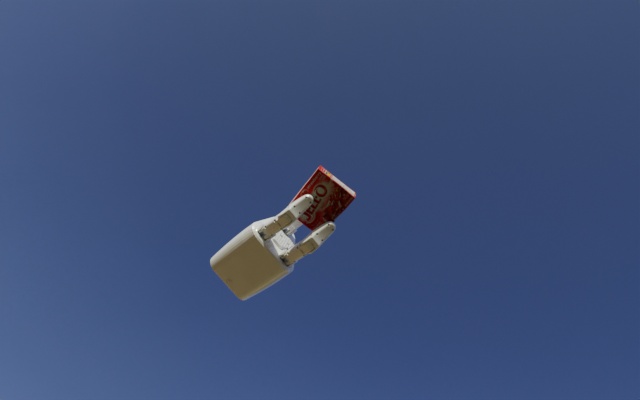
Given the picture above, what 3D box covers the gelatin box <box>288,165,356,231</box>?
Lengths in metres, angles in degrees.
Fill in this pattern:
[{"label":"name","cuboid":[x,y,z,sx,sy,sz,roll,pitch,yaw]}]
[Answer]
[{"label":"gelatin box","cuboid":[0.000,0.002,0.746,0.073,0.089,0.030,38,17,-4]}]
